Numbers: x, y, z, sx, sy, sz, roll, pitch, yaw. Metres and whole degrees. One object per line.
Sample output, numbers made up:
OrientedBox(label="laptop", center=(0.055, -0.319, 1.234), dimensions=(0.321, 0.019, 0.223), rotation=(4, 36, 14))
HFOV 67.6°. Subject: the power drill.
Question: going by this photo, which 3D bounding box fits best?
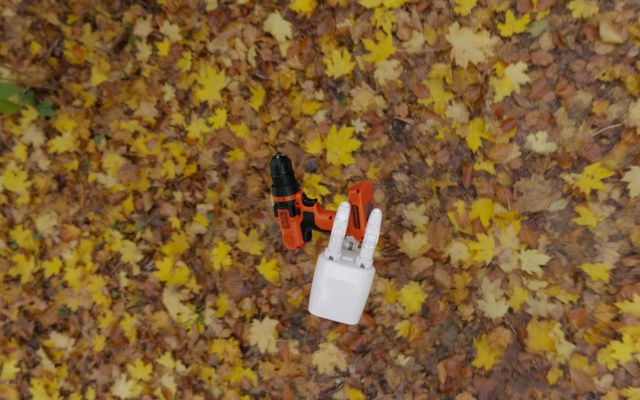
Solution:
OrientedBox(label="power drill", center=(0.001, 0.003, 0.848), dimensions=(0.187, 0.184, 0.057), rotation=(1, 23, 29))
